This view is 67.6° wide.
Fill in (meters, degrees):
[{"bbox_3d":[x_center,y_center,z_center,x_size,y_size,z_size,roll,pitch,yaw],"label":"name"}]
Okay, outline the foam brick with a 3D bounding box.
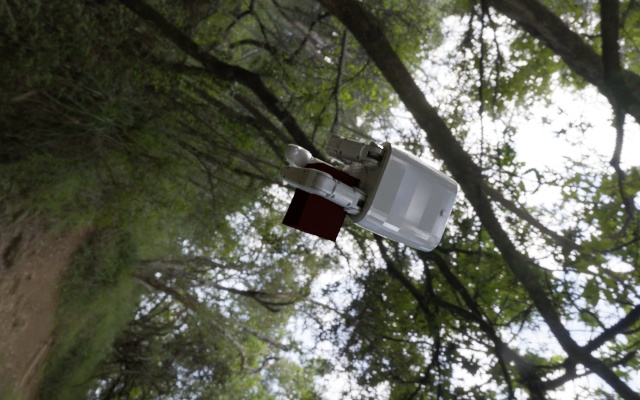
[{"bbox_3d":[0.000,0.002,0.542,0.051,0.078,0.053,25,-7,-22],"label":"foam brick"}]
